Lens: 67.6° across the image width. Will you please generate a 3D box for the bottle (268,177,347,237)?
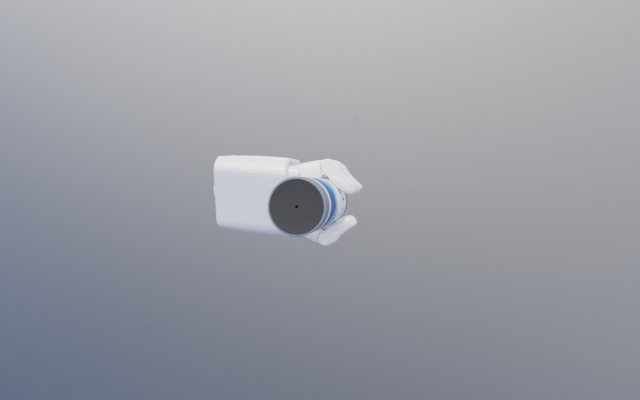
[{"bbox_3d":[0.000,0.002,0.668,0.069,0.069,0.295,0,2,10],"label":"bottle"}]
